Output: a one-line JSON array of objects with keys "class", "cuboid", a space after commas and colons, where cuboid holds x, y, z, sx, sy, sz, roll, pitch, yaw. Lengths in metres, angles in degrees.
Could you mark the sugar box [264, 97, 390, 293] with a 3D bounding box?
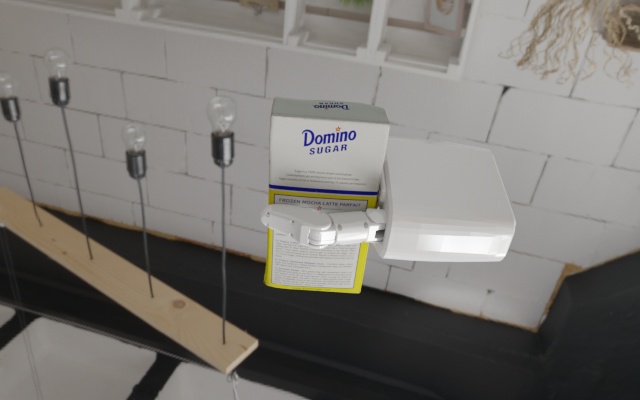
[{"class": "sugar box", "cuboid": [0.000, 0.001, 0.419, 0.093, 0.176, 0.048, 4, 31, -4]}]
